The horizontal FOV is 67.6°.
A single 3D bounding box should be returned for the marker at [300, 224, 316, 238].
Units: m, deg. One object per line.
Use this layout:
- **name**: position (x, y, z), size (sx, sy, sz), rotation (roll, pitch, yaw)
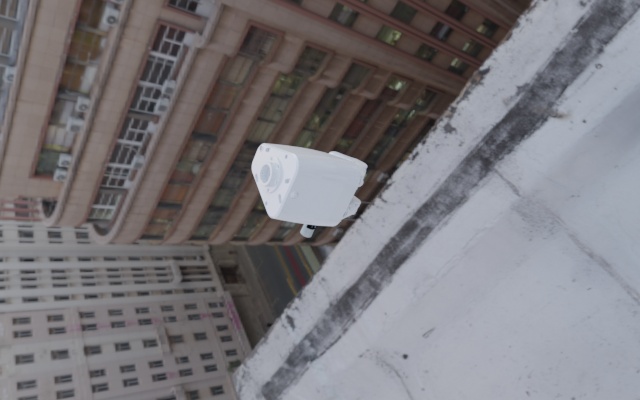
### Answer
- **marker**: position (0.000, 0.002, 0.730), size (0.020, 0.121, 0.020), rotation (21, 22, -9)
